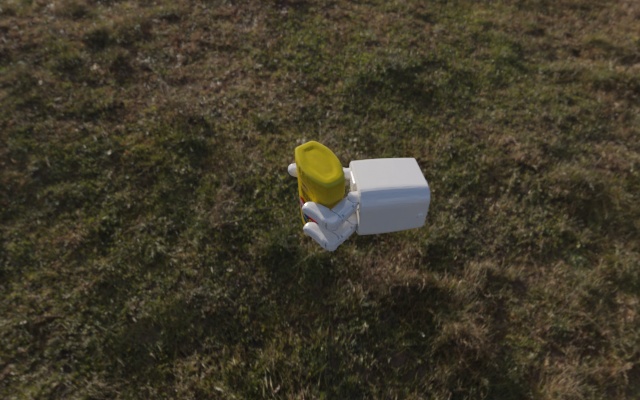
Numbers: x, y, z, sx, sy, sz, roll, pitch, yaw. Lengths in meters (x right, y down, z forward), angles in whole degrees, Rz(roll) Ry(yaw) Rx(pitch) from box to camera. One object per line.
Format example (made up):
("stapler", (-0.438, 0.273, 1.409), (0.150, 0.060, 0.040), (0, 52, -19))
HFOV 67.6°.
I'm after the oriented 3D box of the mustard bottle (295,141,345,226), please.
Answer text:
("mustard bottle", (0.000, 0.002, 0.758), (0.058, 0.096, 0.192), (-27, -33, -18))
